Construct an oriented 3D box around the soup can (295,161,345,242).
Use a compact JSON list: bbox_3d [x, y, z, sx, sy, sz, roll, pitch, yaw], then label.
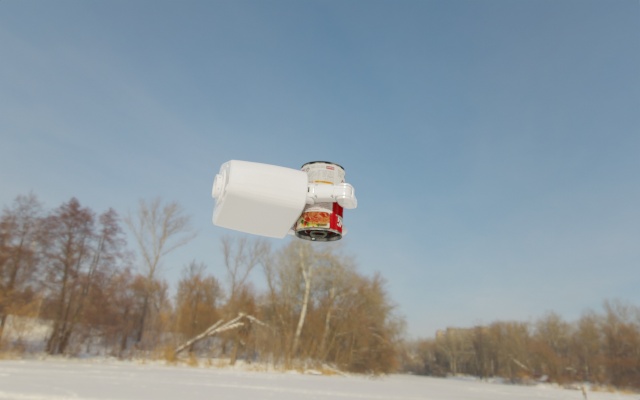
[{"bbox_3d":[0.001,0.002,0.690,0.068,0.102,0.068,3,-19,1],"label":"soup can"}]
